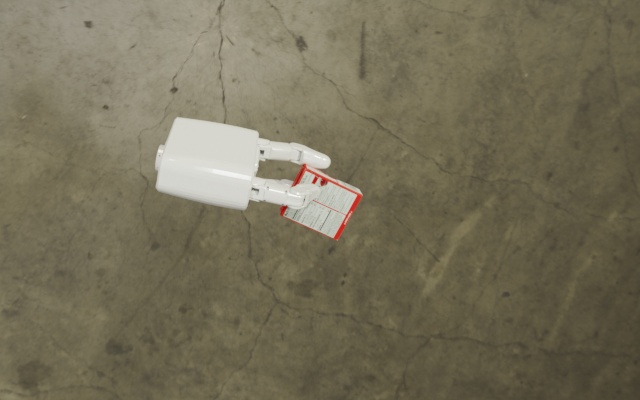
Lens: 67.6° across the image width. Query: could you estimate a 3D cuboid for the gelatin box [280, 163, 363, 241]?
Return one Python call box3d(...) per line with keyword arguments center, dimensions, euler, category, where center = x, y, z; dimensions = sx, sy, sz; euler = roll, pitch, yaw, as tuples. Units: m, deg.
box3d(center=(0.000, 0.002, 0.639), dimensions=(0.089, 0.073, 0.030), euler=(25, 15, -12), category="gelatin box")
